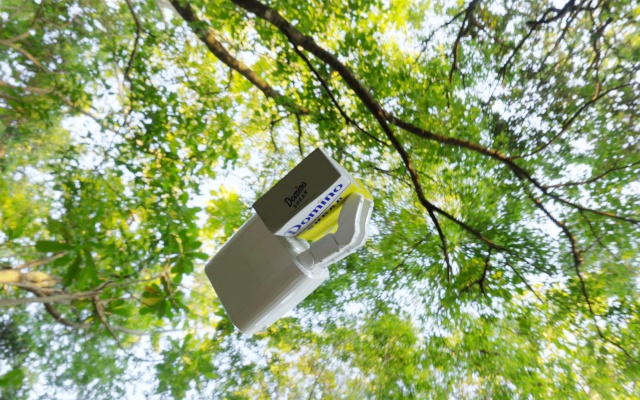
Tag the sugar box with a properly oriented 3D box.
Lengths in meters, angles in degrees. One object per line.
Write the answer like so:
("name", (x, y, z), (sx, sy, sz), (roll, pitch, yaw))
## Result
("sugar box", (0.000, 0.002, 0.546), (0.093, 0.048, 0.176), (-41, -14, 9))
